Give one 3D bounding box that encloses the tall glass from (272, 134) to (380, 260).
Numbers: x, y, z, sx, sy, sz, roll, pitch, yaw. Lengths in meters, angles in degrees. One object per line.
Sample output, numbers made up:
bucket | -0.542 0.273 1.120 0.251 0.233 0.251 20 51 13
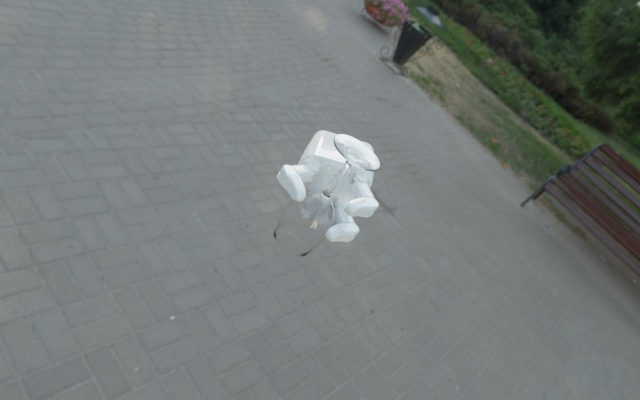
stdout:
tall glass | 0.000 0.002 0.701 0.079 0.079 0.201 0 -44 -44
